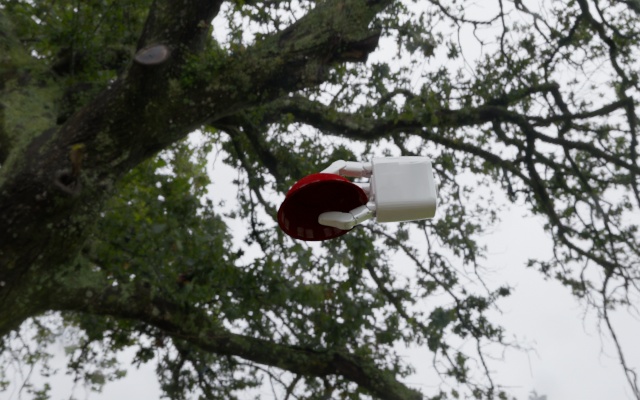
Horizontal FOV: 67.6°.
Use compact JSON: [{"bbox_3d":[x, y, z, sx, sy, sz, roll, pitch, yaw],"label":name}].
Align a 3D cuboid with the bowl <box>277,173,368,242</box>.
[{"bbox_3d":[-0.001,0.002,0.844,0.162,0.055,0.162,-8,-41,-7],"label":"bowl"}]
